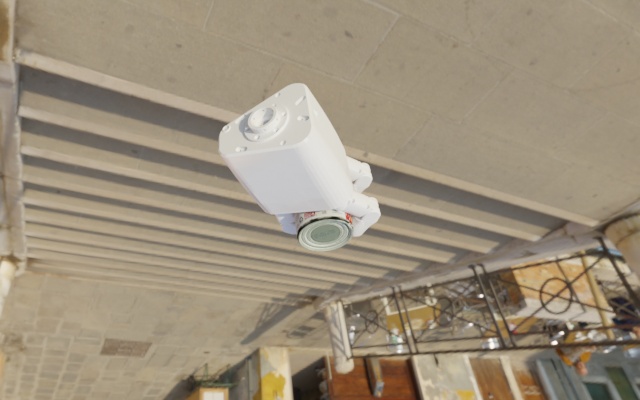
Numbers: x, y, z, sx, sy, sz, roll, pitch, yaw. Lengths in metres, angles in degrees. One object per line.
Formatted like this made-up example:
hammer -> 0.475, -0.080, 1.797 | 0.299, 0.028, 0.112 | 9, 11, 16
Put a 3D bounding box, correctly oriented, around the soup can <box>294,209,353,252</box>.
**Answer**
soup can -> 0.000, 0.002, 0.581 | 0.068, 0.102, 0.069 | -6, -39, -4
